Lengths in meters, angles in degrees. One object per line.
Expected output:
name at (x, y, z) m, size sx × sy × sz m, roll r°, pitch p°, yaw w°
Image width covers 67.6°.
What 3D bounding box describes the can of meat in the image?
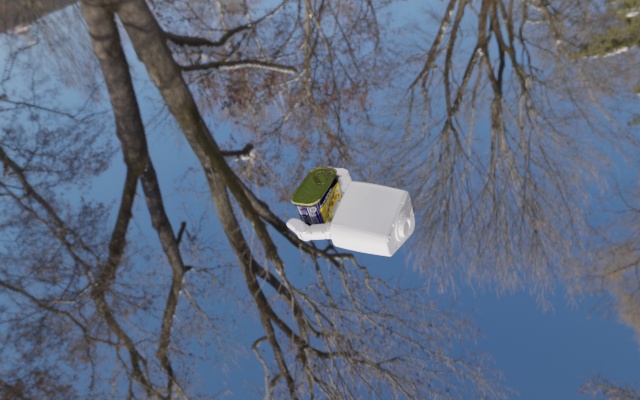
can of meat at (0.000, 0.003, 0.866) m, size 0.057 × 0.084 × 0.102 m, roll 6°, pitch 45°, yaw 30°
